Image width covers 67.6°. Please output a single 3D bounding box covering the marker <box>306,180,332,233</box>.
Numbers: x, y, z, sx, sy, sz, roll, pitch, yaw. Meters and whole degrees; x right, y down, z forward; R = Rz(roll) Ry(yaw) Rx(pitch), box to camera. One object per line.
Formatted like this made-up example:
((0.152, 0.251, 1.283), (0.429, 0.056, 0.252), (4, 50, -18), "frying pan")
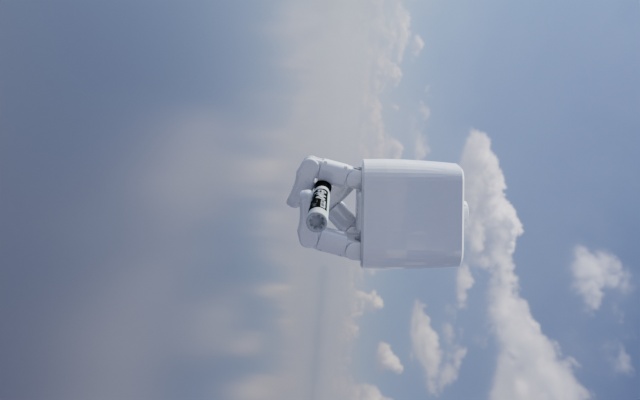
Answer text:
((0.000, 0.002, 0.461), (0.020, 0.020, 0.121), (0, 16, 3), "marker")
